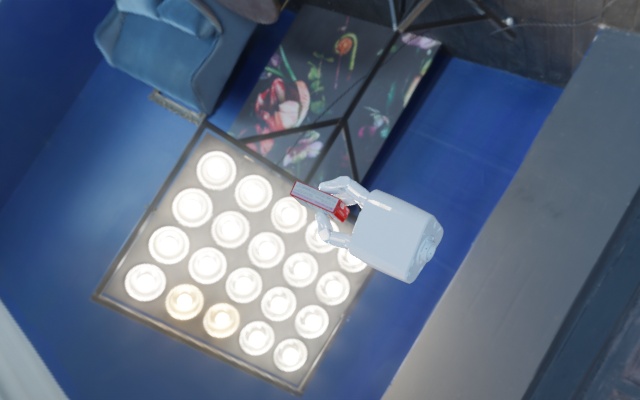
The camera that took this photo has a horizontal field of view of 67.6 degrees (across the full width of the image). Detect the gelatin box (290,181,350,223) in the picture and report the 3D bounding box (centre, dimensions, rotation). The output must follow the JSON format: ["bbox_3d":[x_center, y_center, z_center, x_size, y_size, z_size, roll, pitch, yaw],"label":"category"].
[{"bbox_3d":[0.000,0.003,0.816,0.089,0.030,0.073,22,-8,19],"label":"gelatin box"}]
